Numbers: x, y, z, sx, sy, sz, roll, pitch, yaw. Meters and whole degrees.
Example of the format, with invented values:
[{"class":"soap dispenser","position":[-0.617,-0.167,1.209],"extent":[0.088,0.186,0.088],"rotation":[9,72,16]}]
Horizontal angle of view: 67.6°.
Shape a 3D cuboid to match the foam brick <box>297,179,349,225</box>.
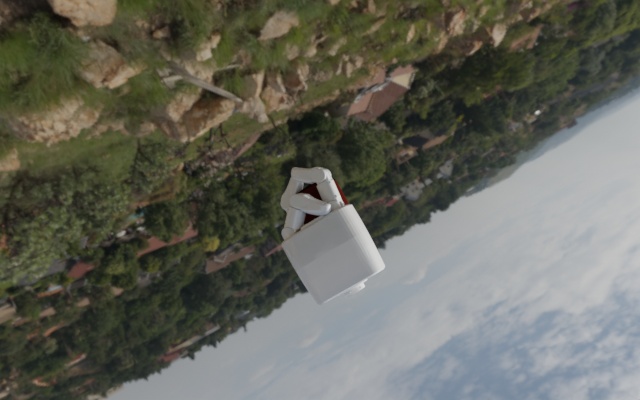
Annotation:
[{"class":"foam brick","position":[0.000,0.002,0.745],"extent":[0.053,0.051,0.078],"rotation":[-35,-9,24]}]
